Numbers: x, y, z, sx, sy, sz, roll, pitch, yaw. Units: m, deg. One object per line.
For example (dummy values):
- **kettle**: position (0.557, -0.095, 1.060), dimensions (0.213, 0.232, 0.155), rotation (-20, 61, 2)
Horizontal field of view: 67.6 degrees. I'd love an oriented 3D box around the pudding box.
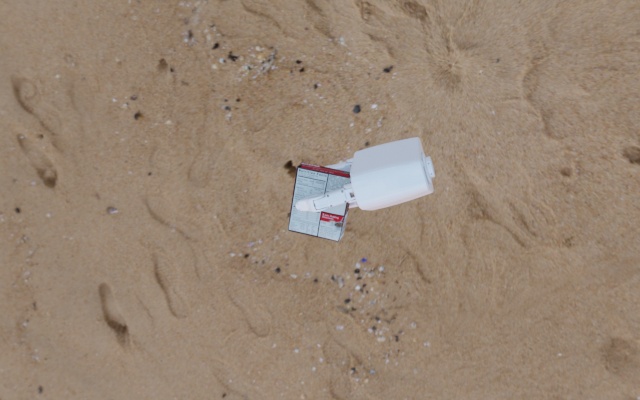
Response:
- **pudding box**: position (0.000, 0.003, 0.762), dimensions (0.090, 0.113, 0.039), rotation (13, 17, 8)
